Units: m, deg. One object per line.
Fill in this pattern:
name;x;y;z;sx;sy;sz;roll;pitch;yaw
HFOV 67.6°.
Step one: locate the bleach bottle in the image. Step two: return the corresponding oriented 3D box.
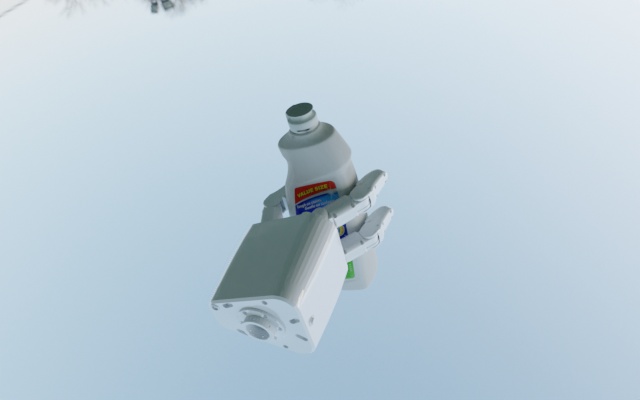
bleach bottle;0.000;0.002;0.559;0.102;0.251;0.068;3;43;23
